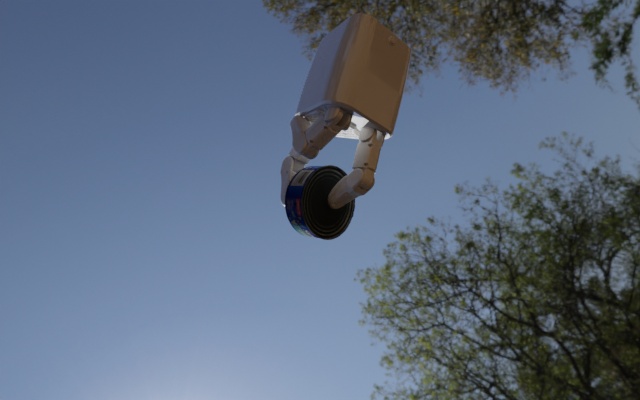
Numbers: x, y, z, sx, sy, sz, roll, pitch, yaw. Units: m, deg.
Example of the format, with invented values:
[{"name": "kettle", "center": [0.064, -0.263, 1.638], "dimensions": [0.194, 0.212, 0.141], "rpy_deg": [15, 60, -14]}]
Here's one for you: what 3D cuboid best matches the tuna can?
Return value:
[{"name": "tuna can", "center": [0.000, 0.002, 0.558], "dimensions": [0.086, 0.086, 0.034], "rpy_deg": [0, 2, -44]}]
